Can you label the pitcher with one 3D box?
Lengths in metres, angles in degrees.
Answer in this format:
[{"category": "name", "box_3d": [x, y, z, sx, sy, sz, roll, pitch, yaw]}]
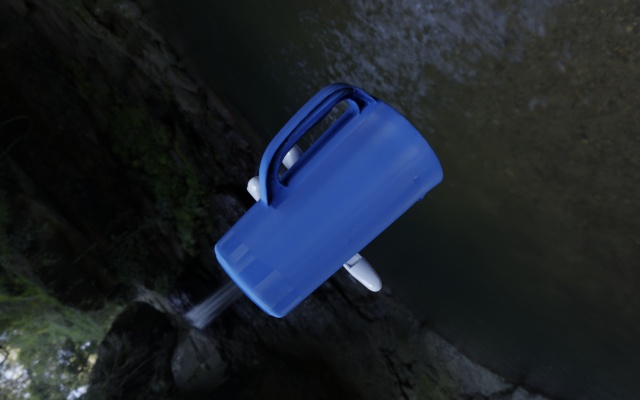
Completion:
[{"category": "pitcher", "box_3d": [0.000, 0.002, 0.523, 0.243, 0.149, 0.145, -43, -10, -7]}]
